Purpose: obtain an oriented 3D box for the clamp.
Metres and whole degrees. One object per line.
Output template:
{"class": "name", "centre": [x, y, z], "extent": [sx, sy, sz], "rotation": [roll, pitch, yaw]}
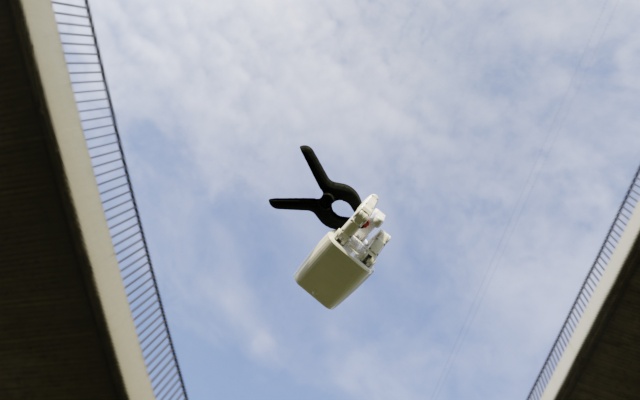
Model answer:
{"class": "clamp", "centre": [0.000, 0.002, 0.805], "extent": [0.171, 0.120, 0.039], "rotation": [41, 20, -1]}
